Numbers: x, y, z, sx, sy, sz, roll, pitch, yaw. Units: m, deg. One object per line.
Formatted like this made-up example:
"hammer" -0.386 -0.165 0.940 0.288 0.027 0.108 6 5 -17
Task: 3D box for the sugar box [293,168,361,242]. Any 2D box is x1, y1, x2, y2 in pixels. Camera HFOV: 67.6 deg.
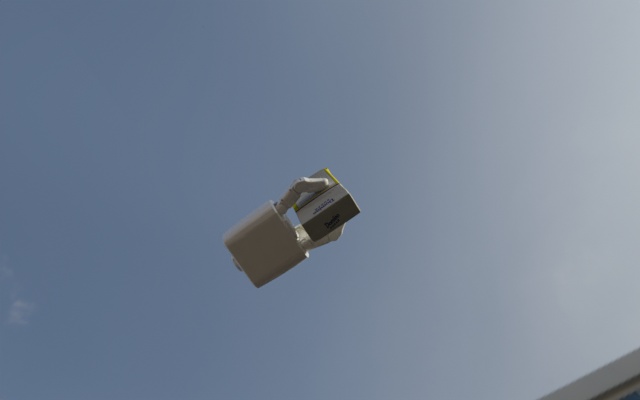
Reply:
"sugar box" 0.000 0.003 0.831 0.093 0.048 0.176 -34 24 0
